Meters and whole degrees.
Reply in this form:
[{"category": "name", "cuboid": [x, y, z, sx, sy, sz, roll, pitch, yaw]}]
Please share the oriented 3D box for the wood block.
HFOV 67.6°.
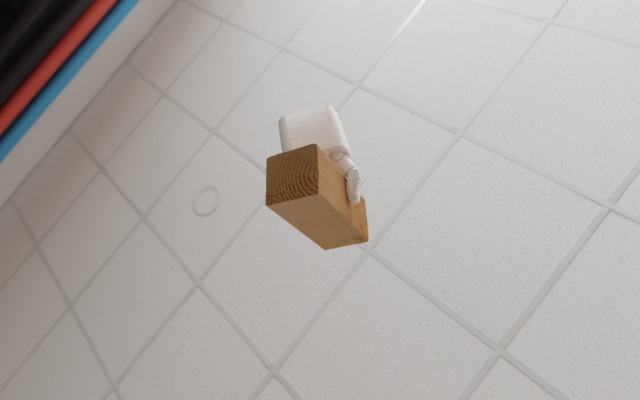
[{"category": "wood block", "cuboid": [0.000, 0.002, 0.796, 0.091, 0.090, 0.206, -14, -30, 22]}]
